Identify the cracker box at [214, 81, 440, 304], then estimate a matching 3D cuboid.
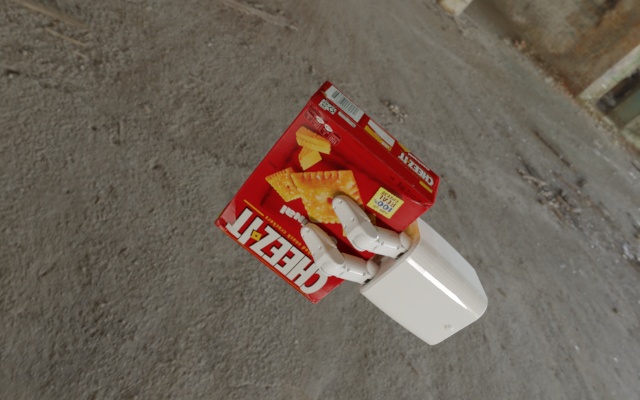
[{"bbox_3d":[0.000,0.002,0.545,0.214,0.164,0.072,-46,7,34],"label":"cracker box"}]
